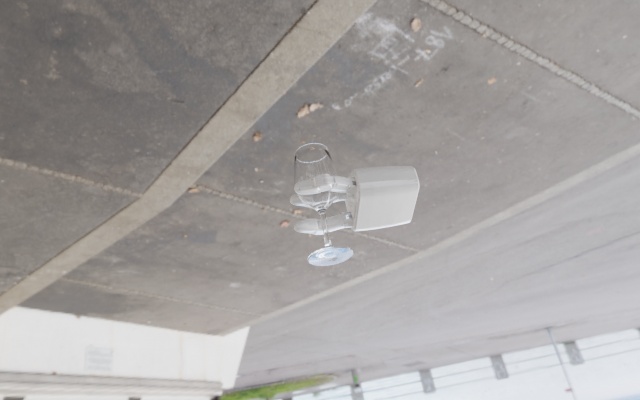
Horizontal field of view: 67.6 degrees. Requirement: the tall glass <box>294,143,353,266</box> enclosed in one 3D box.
[{"bbox_3d":[0.000,0.003,0.802,0.079,0.201,0.079,-9,-28,-5],"label":"tall glass"}]
